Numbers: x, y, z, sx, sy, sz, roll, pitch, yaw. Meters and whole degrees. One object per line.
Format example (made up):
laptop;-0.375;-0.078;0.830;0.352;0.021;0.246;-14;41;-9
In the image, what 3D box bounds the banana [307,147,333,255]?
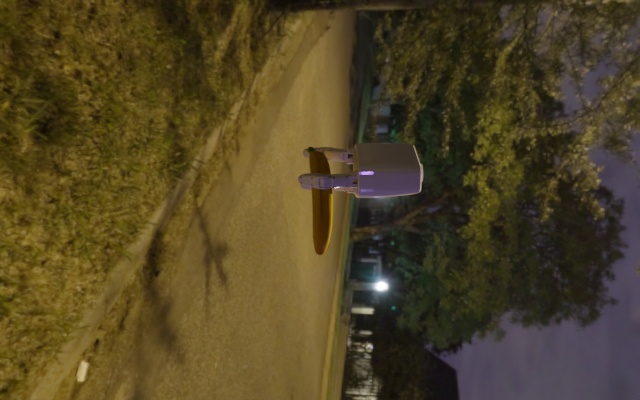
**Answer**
banana;0.001;-0.002;0.840;0.037;0.198;0.069;-3;-3;-5
